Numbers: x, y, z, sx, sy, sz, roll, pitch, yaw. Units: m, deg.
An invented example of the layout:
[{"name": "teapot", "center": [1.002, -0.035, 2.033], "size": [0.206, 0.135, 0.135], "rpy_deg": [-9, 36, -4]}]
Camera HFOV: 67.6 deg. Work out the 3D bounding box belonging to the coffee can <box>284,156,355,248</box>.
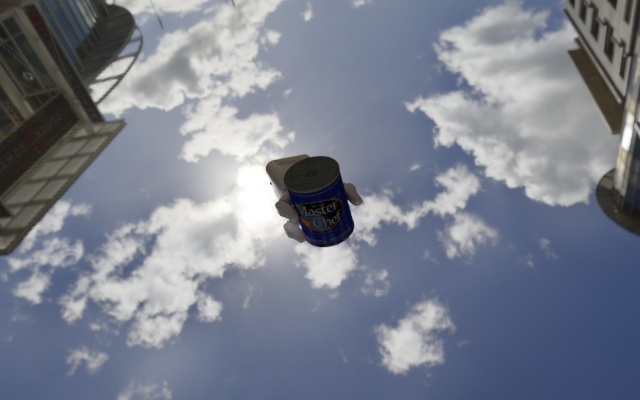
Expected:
[{"name": "coffee can", "center": [0.000, 0.003, 0.891], "size": [0.103, 0.140, 0.102], "rpy_deg": [-11, 38, 9]}]
